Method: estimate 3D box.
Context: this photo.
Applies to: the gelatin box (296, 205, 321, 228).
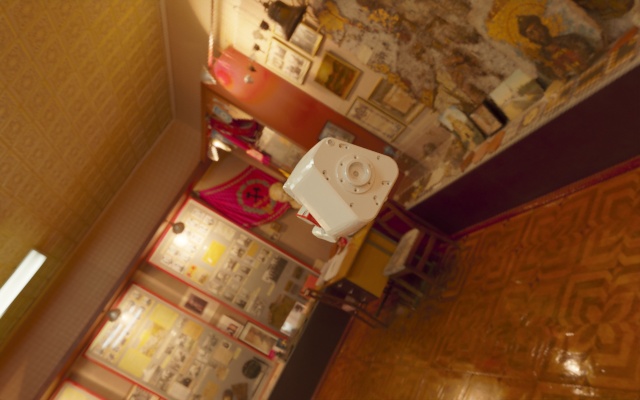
[{"bbox_3d":[0.000,0.002,0.739,0.030,0.073,0.089,34,-6,-11],"label":"gelatin box"}]
